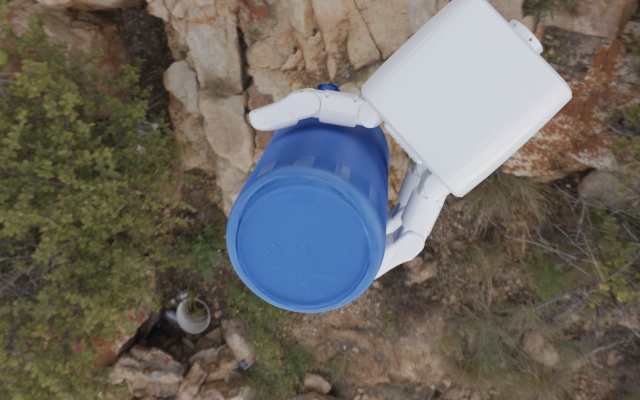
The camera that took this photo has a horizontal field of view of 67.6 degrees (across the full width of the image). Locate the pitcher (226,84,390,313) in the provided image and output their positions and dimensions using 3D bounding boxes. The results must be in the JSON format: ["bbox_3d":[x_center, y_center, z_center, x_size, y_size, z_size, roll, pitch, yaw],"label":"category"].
[{"bbox_3d":[0.000,0.001,0.427,0.145,0.149,0.242,-41,11,17],"label":"pitcher"}]
